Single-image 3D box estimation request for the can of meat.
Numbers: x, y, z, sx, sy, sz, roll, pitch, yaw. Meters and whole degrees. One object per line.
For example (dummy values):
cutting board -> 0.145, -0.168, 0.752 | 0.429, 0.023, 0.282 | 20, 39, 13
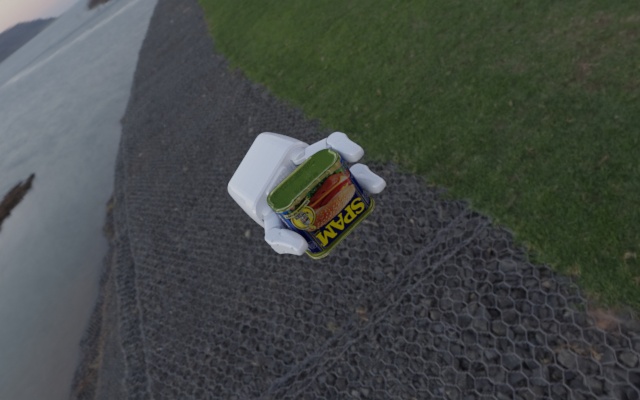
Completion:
can of meat -> 0.000, 0.002, 0.553 | 0.084, 0.102, 0.057 | 53, -10, -32
